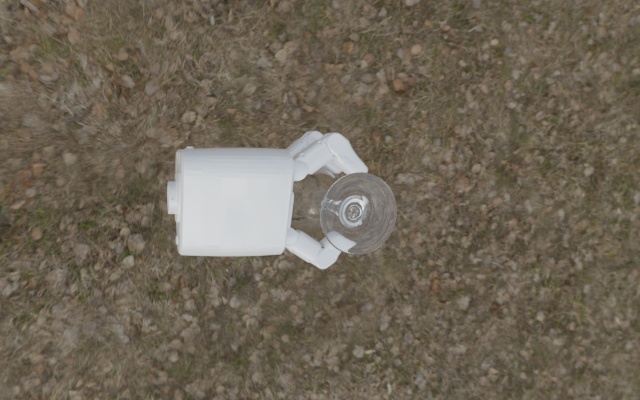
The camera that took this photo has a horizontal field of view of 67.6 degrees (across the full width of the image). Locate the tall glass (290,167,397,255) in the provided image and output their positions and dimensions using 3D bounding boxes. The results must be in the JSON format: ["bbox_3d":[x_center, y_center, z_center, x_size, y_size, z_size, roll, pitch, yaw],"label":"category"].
[{"bbox_3d":[0.000,0.002,0.515,0.079,0.079,0.201,0,6,-20],"label":"tall glass"}]
